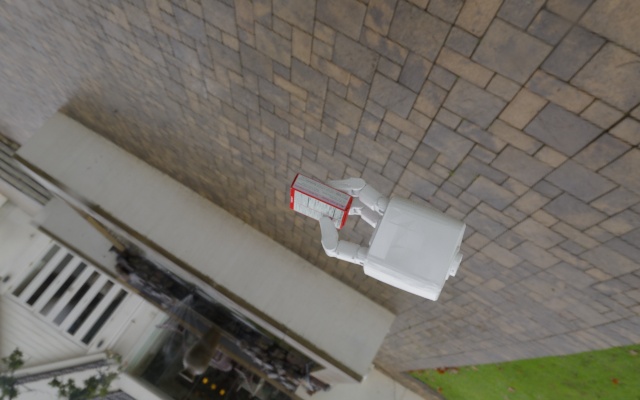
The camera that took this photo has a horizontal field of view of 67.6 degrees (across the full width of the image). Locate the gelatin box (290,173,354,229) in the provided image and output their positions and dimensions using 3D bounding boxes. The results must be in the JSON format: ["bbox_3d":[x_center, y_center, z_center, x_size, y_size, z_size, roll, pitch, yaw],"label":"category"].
[{"bbox_3d":[0.000,0.003,0.700,0.089,0.030,0.073,22,-24,6],"label":"gelatin box"}]
